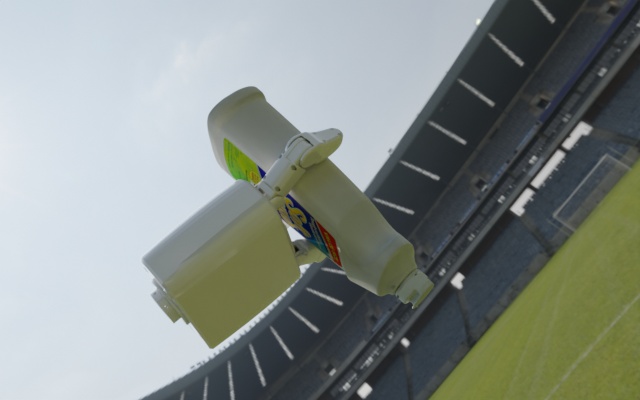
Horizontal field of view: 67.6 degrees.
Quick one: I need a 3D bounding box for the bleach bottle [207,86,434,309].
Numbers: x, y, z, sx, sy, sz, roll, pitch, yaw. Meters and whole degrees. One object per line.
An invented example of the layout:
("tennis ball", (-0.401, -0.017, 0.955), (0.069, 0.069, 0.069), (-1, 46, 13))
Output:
("bleach bottle", (0.000, 0.001, 0.446), (0.068, 0.250, 0.103), (-39, -24, -24))
